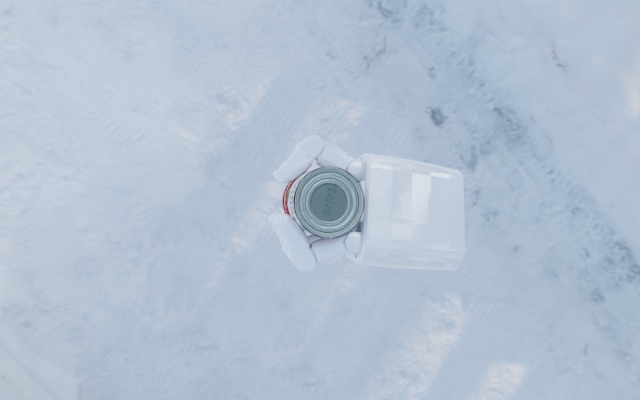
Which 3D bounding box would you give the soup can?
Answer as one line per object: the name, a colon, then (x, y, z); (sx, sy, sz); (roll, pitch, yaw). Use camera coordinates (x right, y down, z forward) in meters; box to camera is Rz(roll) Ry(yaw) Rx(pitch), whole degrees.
soup can: (0.000, 0.001, 0.480); (0.068, 0.068, 0.102); (0, 1, -10)
